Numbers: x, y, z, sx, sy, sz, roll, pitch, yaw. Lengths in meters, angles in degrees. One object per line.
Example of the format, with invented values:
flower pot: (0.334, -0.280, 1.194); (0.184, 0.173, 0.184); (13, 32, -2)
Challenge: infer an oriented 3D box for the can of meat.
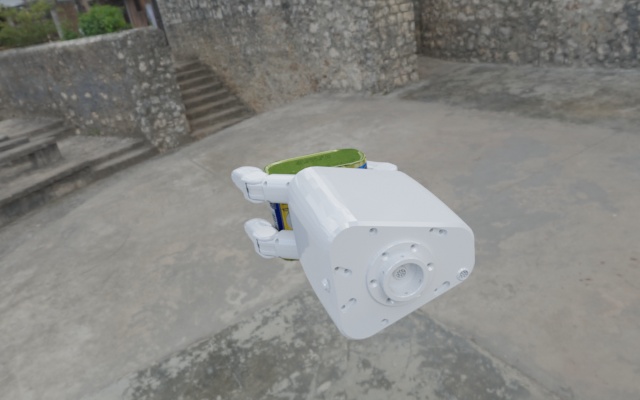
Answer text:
can of meat: (0.000, 0.001, 0.460); (0.102, 0.084, 0.057); (-13, 24, -6)
